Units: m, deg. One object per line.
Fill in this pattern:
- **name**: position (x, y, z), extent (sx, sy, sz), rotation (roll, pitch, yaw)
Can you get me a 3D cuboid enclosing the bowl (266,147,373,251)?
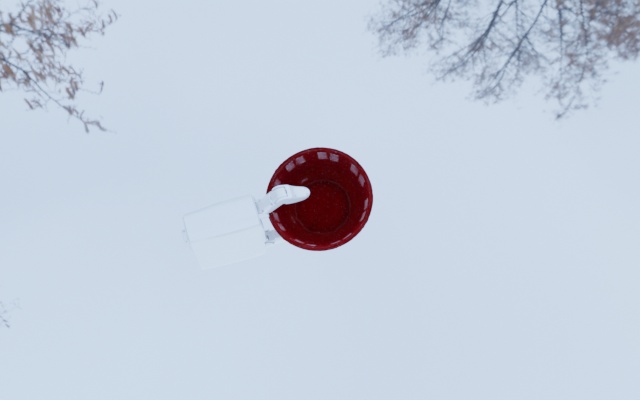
- **bowl**: position (0.001, 0.002, 0.734), extent (0.162, 0.162, 0.055), rotation (0, -16, 7)
